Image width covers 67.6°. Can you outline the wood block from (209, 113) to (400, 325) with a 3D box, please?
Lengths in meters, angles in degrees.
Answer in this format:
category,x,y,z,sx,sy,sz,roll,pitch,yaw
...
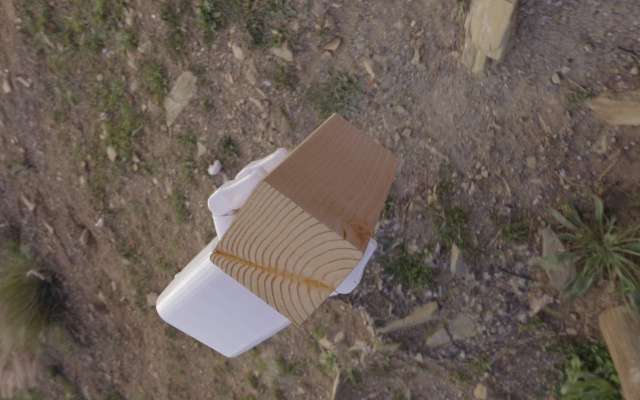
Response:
category,x,y,z,sx,sy,sz,roll,pitch,yaw
wood block,0.000,0.002,0.436,0.091,0.090,0.206,37,28,-1
